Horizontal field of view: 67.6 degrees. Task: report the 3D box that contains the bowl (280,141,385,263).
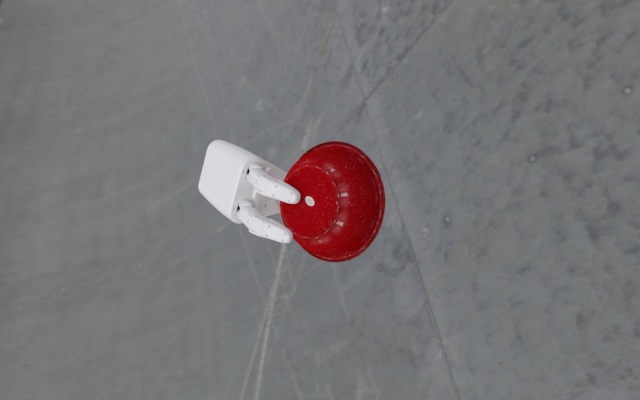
[{"bbox_3d":[0.001,0.002,0.614,0.162,0.162,0.055,0,0,35],"label":"bowl"}]
